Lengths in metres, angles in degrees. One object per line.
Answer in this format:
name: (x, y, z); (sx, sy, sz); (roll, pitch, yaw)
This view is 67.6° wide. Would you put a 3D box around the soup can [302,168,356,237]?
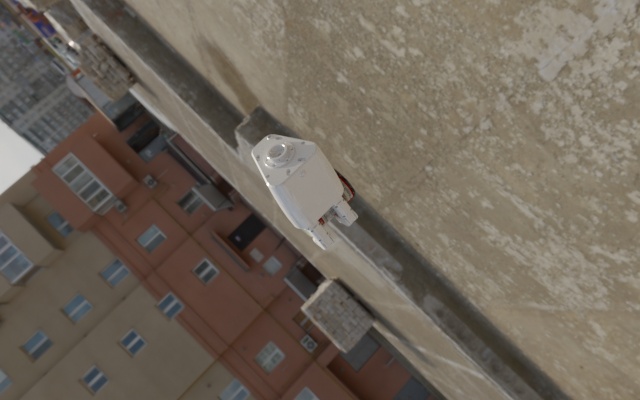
soup can: (0.000, 0.003, 0.795); (0.102, 0.068, 0.068); (-45, 11, -11)
